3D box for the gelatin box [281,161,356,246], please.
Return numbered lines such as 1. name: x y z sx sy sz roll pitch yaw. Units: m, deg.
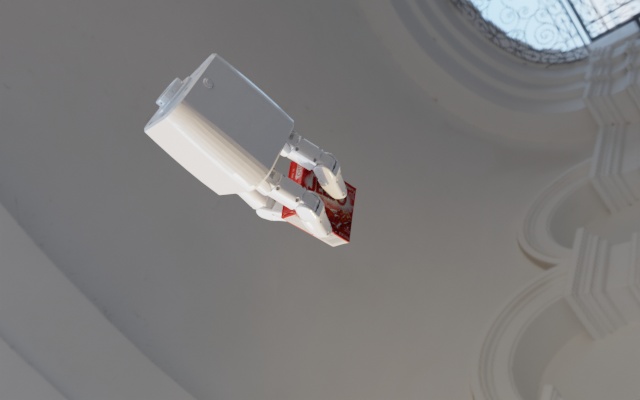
1. gelatin box: 0.000 0.002 0.547 0.030 0.073 0.089 -18 -38 41
